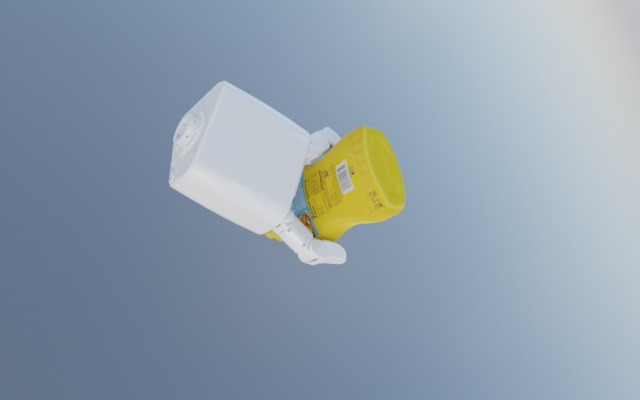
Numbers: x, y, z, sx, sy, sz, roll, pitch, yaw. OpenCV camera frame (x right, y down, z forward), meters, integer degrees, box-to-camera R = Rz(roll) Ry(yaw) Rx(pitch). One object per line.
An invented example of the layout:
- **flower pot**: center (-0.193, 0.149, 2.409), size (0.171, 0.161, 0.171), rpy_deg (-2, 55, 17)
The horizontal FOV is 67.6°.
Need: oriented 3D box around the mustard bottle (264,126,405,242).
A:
- **mustard bottle**: center (0.001, 0.002, 0.535), size (0.058, 0.096, 0.192), rpy_deg (5, -26, -46)
